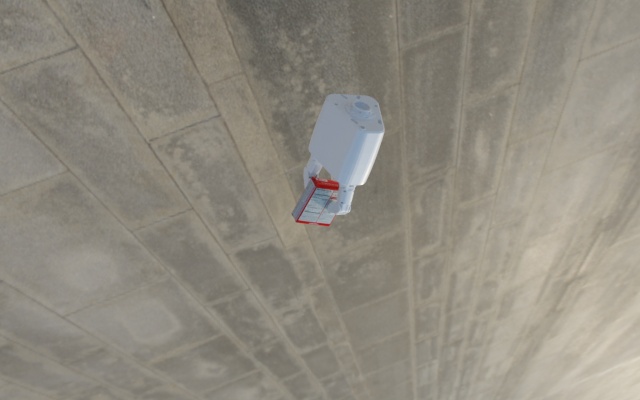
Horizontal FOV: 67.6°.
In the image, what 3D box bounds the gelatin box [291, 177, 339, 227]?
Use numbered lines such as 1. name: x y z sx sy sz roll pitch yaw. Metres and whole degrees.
1. gelatin box: 0.000 0.003 0.852 0.073 0.089 0.030 8 36 -33
